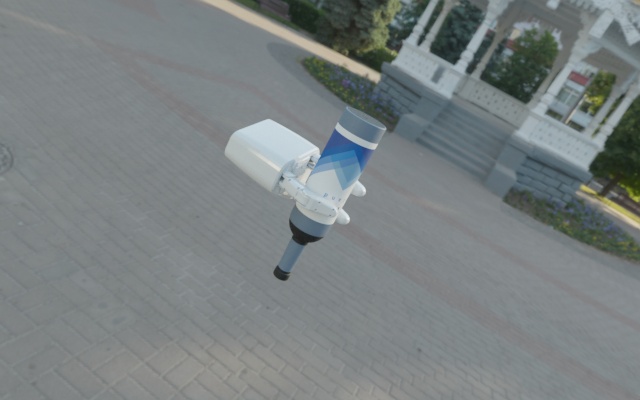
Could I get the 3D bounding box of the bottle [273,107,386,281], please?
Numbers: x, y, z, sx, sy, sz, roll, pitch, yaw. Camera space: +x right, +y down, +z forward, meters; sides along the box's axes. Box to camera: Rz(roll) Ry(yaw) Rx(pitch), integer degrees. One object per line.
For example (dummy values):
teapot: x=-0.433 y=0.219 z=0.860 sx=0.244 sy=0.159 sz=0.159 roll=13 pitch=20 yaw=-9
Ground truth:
bottle: x=0.000 y=0.002 z=0.738 sx=0.069 sy=0.296 sz=0.069 roll=25 pitch=20 yaw=-10
